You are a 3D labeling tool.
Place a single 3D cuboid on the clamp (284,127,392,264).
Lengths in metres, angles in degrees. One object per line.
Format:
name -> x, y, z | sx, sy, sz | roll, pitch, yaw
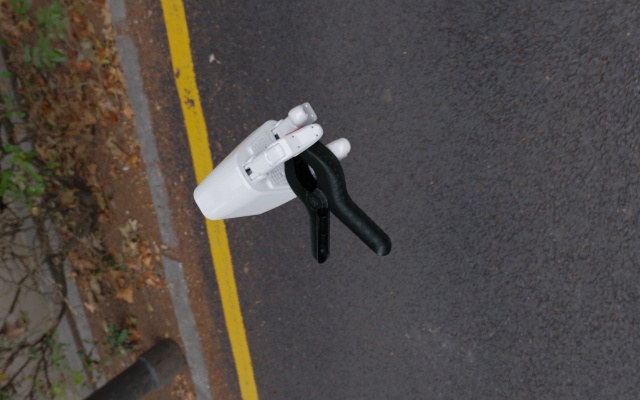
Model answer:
clamp -> 0.000, 0.002, 0.557 | 0.120, 0.171, 0.039 | -28, 2, 43
